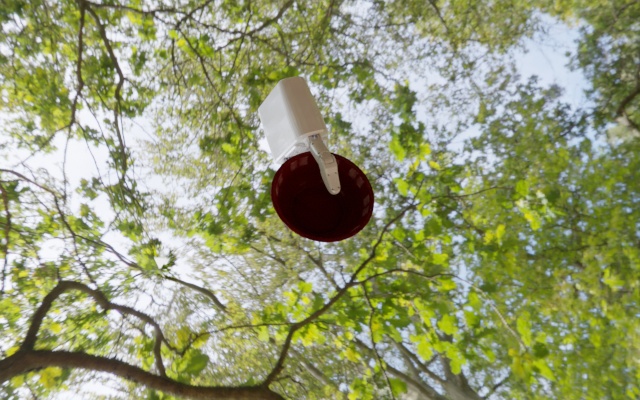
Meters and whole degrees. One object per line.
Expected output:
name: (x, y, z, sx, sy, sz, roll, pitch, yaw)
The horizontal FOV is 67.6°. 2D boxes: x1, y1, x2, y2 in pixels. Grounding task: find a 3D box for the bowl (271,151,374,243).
bowl: (0.000, 0.004, 0.750, 0.162, 0.162, 0.055, 0, -29, -12)
